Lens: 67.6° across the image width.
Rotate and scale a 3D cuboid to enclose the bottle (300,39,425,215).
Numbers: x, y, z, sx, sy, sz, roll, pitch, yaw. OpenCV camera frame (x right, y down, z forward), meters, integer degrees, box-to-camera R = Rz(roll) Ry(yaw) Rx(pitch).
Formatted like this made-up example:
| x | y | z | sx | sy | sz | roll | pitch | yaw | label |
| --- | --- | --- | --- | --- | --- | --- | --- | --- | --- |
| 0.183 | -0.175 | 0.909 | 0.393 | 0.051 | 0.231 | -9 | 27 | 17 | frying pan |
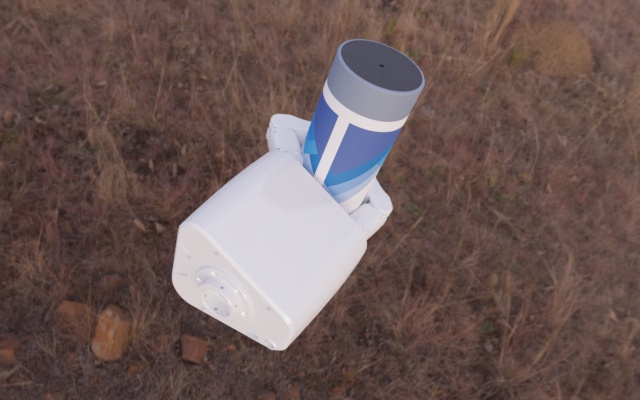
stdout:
| x | y | z | sx | sy | sz | roll | pitch | yaw | label |
| --- | --- | --- | --- | --- | --- | --- | --- | --- | --- |
| 0.000 | 0.001 | 0.438 | 0.069 | 0.069 | 0.296 | 0 | -41 | -23 | bottle |
